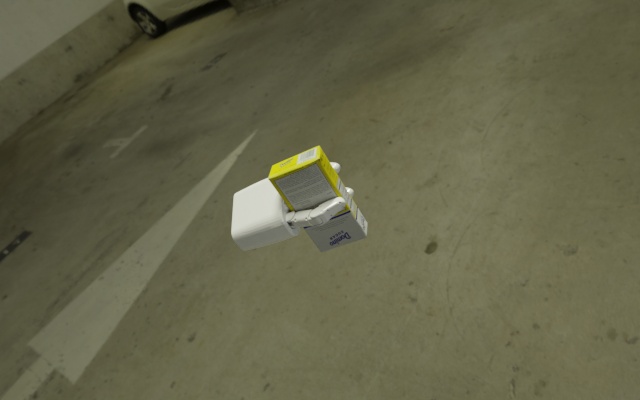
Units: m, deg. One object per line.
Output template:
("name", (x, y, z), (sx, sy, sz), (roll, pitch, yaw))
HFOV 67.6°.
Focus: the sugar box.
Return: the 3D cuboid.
("sugar box", (0.000, 0.002, 0.795), (0.093, 0.176, 0.048), (-20, 35, 21))
